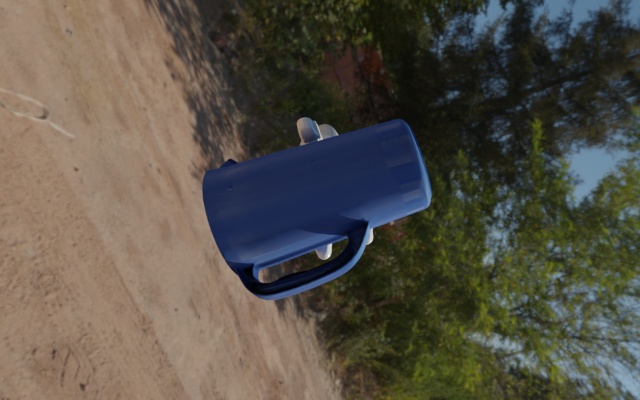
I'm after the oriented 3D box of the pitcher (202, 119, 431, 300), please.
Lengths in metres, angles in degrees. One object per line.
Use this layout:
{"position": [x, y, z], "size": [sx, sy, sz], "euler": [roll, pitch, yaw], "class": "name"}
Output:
{"position": [0.000, 0.002, 0.552], "size": [0.243, 0.149, 0.145], "euler": [-18, 16, 6], "class": "pitcher"}
